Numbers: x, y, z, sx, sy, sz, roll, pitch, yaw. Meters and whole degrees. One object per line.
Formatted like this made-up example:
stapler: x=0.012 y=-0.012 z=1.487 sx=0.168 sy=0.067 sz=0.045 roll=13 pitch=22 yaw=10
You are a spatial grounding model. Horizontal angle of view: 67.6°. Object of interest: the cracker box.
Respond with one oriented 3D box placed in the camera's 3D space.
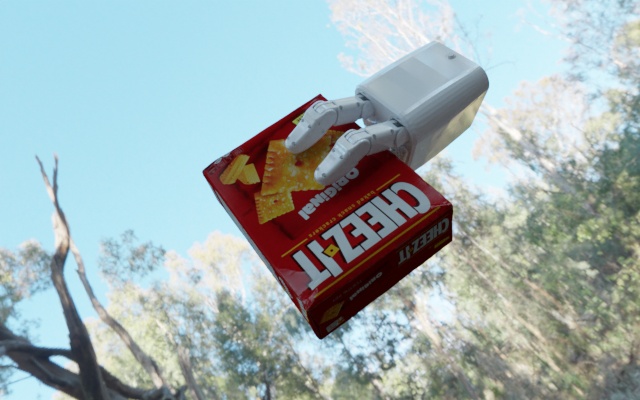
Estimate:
cracker box: x=0.000 y=0.002 z=0.486 sx=0.164 sy=0.213 sz=0.072 roll=-34 pitch=-37 yaw=-12
